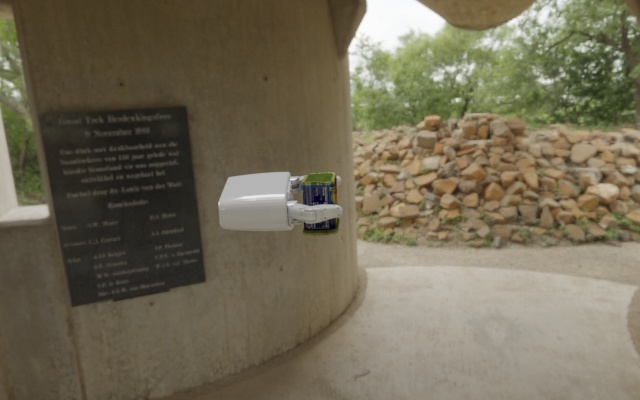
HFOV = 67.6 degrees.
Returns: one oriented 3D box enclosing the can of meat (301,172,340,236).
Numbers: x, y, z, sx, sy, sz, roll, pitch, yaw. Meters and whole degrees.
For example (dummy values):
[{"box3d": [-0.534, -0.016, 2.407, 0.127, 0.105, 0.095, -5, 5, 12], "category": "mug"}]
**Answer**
[{"box3d": [0.000, 0.002, 0.770, 0.057, 0.084, 0.102, -2, 12, 5], "category": "can of meat"}]
